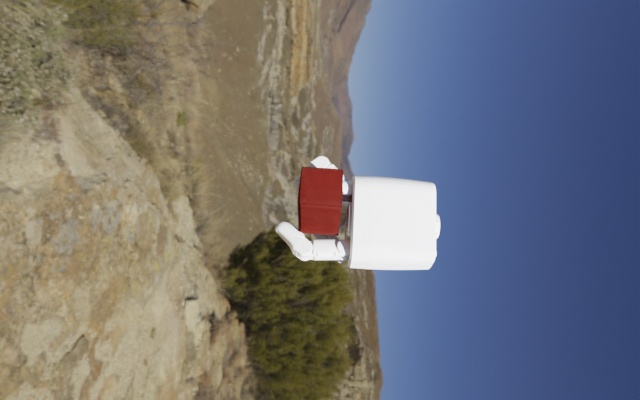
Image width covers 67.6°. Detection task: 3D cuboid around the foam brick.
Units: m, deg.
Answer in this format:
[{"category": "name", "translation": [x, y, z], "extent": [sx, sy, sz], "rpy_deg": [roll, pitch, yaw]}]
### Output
[{"category": "foam brick", "translation": [0.000, 0.002, 0.582], "extent": [0.051, 0.053, 0.078], "rpy_deg": [4, -29, 1]}]
